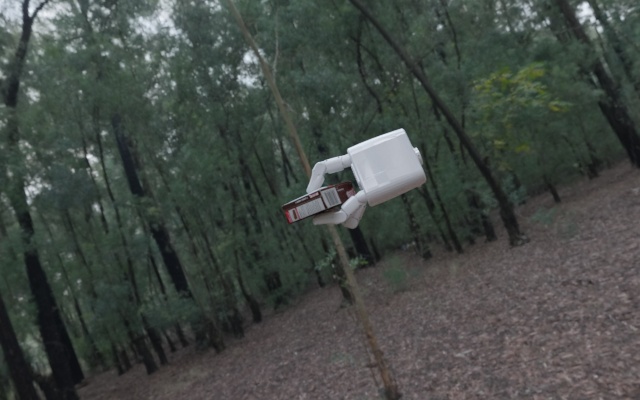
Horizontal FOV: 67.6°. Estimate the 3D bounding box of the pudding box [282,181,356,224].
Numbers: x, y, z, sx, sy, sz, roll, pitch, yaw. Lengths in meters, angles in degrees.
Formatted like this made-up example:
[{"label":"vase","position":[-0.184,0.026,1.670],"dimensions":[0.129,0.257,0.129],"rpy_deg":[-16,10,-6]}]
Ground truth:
[{"label":"pudding box","position":[0.000,0.003,0.849],"dimensions":[0.090,0.039,0.113],"rpy_deg":[-23,-4,33]}]
